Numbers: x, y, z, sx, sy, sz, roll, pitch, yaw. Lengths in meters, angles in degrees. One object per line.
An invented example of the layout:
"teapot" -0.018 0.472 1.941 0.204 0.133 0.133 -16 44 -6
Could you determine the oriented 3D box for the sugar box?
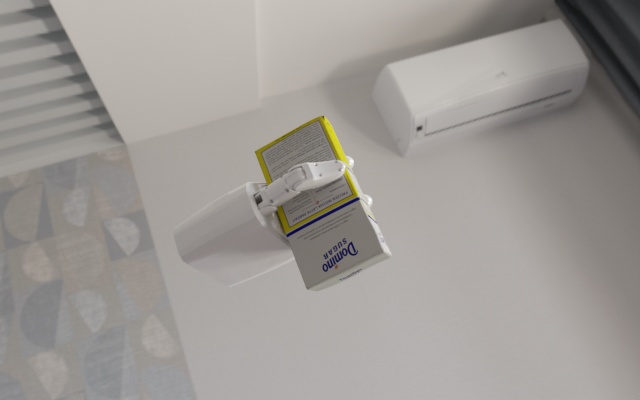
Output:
"sugar box" 0.000 0.002 0.530 0.093 0.176 0.048 -27 -20 13
